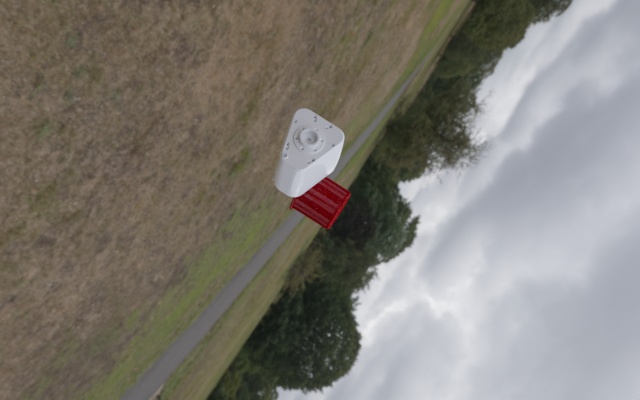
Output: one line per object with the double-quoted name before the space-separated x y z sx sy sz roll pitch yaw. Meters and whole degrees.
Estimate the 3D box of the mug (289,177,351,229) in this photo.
"mug" 0.000 0.004 0.890 0.081 0.093 0.117 32 -22 4
